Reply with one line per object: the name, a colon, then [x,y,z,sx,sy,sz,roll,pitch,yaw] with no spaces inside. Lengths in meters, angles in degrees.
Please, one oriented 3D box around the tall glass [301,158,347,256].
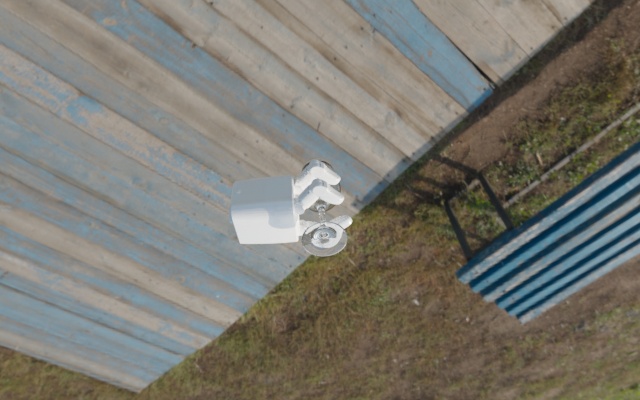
tall glass: [0.000,0.003,0.844,0.079,0.079,0.201,0,37,-4]
